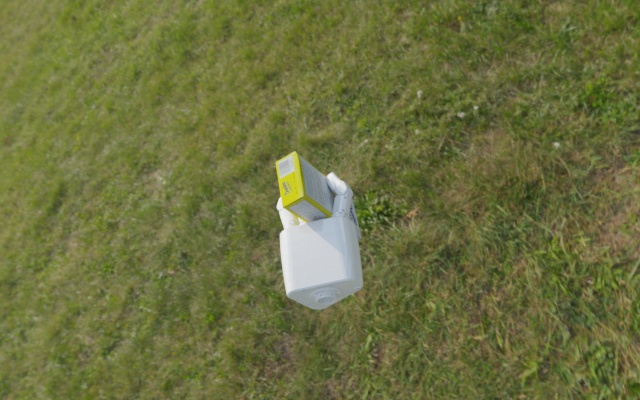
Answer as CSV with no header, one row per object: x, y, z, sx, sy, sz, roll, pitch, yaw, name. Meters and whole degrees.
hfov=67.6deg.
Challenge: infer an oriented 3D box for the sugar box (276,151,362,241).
0.000,0.003,0.782,0.048,0.093,0.176,-26,-38,20,sugar box
